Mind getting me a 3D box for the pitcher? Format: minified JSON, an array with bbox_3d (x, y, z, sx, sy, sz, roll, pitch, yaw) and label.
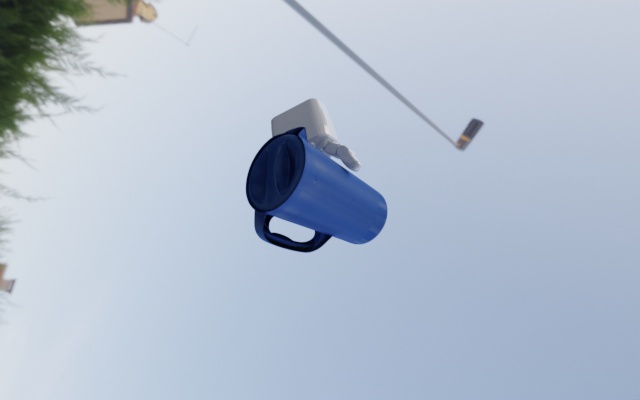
[{"bbox_3d":[0.000,0.002,0.804,0.149,0.145,0.243,-38,-42,26],"label":"pitcher"}]
